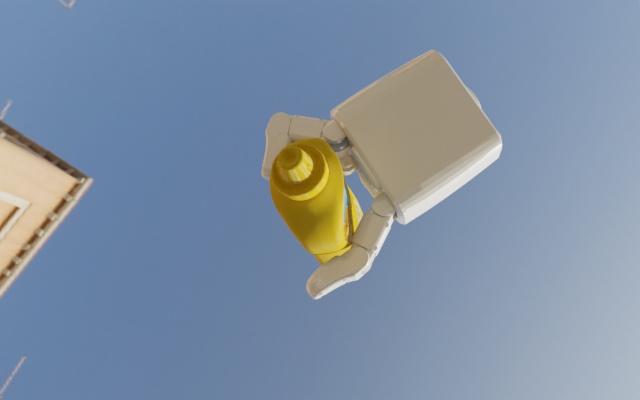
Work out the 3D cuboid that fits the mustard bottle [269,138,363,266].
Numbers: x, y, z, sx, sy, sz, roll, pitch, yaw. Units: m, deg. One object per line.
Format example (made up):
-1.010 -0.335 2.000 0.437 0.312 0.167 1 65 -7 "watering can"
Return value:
0.000 0.002 0.409 0.058 0.096 0.192 -11 -21 9 "mustard bottle"
